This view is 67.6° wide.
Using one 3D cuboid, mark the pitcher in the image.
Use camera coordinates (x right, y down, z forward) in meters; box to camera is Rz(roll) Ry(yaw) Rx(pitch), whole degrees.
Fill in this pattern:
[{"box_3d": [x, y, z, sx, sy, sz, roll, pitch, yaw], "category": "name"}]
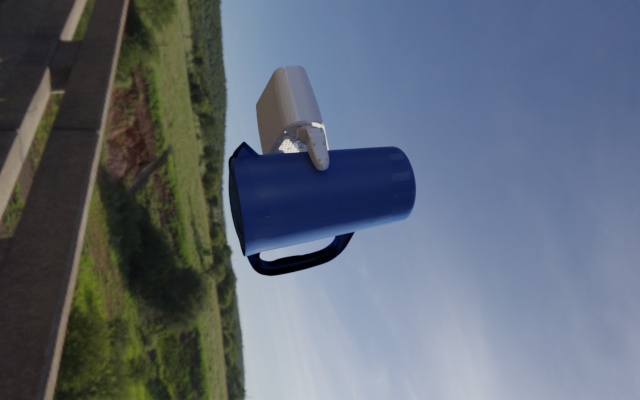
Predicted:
[{"box_3d": [0.000, 0.002, 0.652, 0.243, 0.145, 0.149, -8, -27, -14], "category": "pitcher"}]
